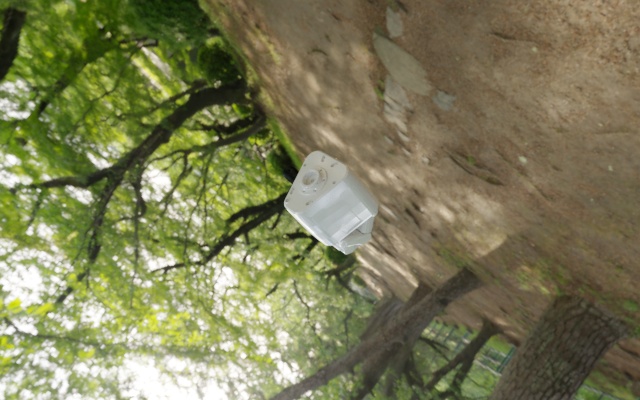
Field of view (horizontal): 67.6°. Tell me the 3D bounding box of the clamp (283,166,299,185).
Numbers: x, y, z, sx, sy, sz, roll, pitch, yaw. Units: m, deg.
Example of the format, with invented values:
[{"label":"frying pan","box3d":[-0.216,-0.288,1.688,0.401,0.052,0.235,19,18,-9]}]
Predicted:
[{"label":"clamp","box3d":[0.000,0.003,0.852,0.171,0.039,0.120,33,-8,43]}]
